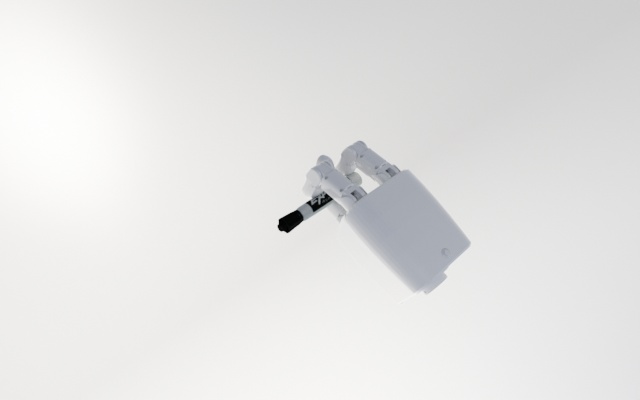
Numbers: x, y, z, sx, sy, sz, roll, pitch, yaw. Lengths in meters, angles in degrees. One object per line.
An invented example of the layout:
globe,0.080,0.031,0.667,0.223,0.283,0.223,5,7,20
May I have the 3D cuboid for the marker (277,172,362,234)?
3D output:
marker,0.000,0.002,0.540,0.121,0.020,0.020,-33,18,-31
